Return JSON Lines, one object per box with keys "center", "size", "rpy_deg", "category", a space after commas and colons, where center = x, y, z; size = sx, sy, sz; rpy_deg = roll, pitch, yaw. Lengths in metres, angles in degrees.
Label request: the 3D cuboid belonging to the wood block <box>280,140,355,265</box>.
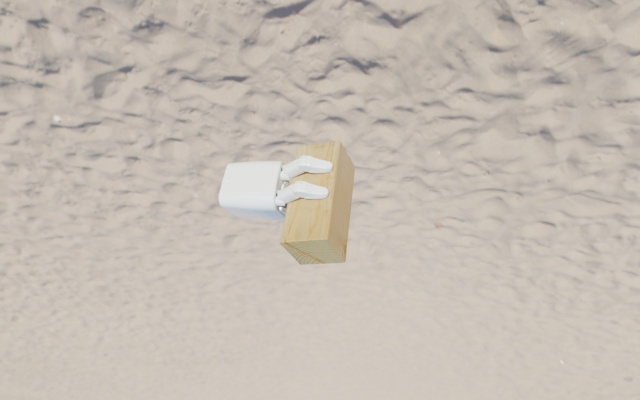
{"center": [0.000, 0.003, 0.868], "size": [0.090, 0.206, 0.091], "rpy_deg": [-6, -34, 22], "category": "wood block"}
